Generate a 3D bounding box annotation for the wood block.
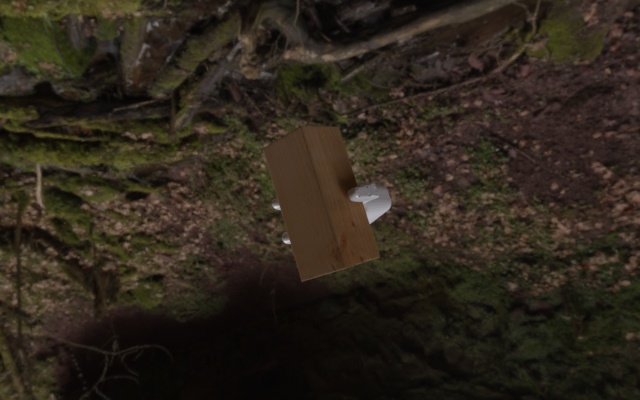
[{"bbox_3d":[0.001,0.002,0.707,0.091,0.206,0.090,-24,-10,40],"label":"wood block"}]
